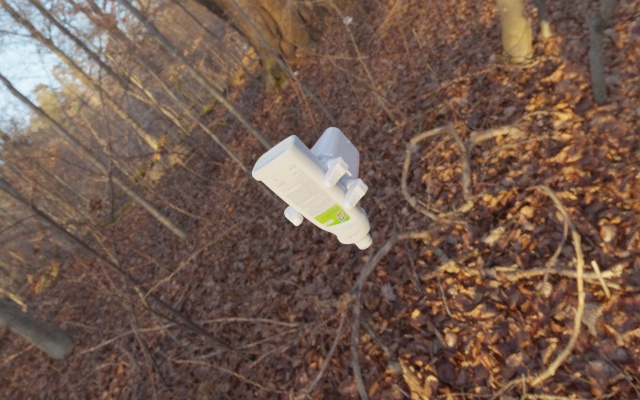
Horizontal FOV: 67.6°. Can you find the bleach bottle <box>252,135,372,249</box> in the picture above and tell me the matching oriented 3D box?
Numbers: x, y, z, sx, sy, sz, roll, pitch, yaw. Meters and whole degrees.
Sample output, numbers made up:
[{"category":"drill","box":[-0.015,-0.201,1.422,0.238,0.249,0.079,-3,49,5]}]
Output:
[{"category":"bleach bottle","box":[0.000,0.003,0.859,0.102,0.251,0.068,-30,27,29]}]
